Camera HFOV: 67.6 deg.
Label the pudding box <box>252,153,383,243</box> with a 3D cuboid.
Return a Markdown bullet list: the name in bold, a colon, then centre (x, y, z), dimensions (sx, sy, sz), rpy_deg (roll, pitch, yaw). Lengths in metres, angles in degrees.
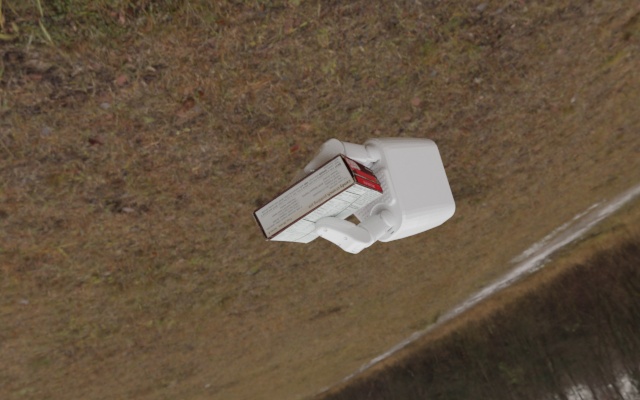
- **pudding box**: centre (0.000, 0.002, 0.494), dimensions (0.113, 0.039, 0.090), rpy_deg (-35, -19, 17)
